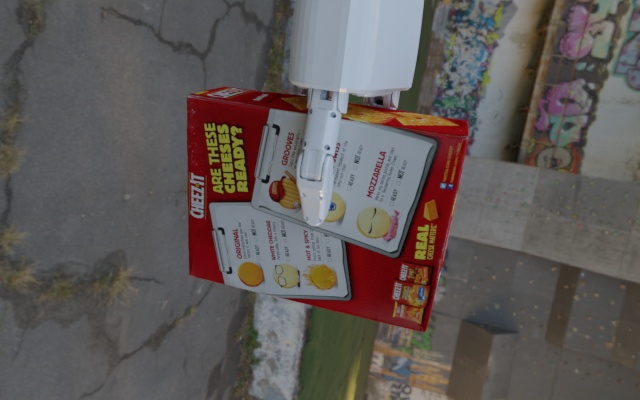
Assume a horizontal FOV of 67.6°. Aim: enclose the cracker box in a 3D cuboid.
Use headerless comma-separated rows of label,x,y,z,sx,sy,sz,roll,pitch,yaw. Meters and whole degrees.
cracker box,0.000,0.001,0.401,0.213,0.164,0.072,11,22,13
